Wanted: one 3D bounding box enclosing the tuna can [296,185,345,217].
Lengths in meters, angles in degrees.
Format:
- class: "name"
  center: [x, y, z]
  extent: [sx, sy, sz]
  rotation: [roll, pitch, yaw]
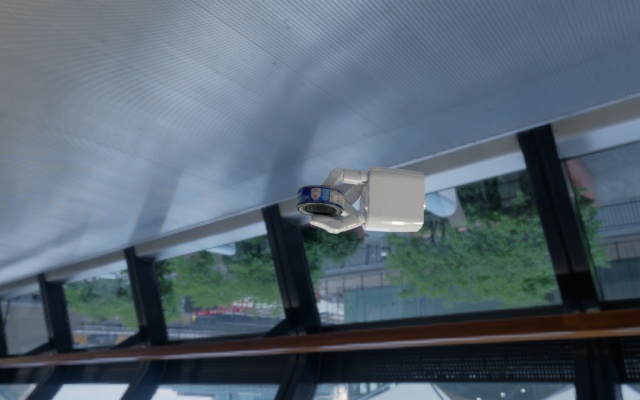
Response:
- class: "tuna can"
  center: [0.000, 0.003, 0.852]
  extent: [0.086, 0.033, 0.086]
  rotation: [4, -19, 1]
